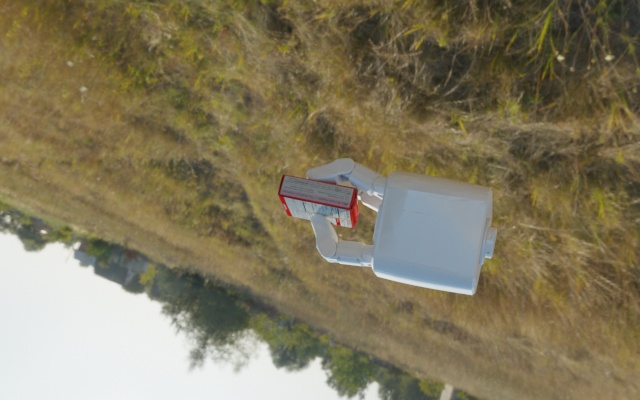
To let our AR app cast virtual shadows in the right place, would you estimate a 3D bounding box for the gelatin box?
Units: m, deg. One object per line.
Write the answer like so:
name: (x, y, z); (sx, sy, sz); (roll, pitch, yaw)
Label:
gelatin box: (0.000, 0.002, 0.564); (0.089, 0.030, 0.073); (10, -18, 9)
